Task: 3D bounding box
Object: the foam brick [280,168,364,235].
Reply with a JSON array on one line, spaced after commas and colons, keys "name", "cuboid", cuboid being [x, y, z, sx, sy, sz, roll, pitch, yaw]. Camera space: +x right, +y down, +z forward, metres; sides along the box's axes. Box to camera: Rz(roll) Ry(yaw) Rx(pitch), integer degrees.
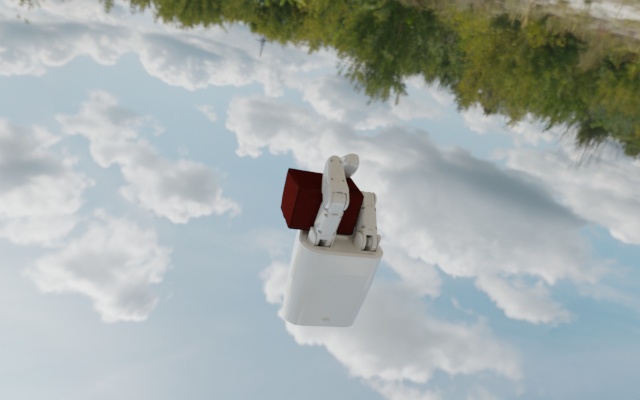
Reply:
[{"name": "foam brick", "cuboid": [0.000, 0.002, 0.533, 0.078, 0.051, 0.053, 8, 25, -20]}]
